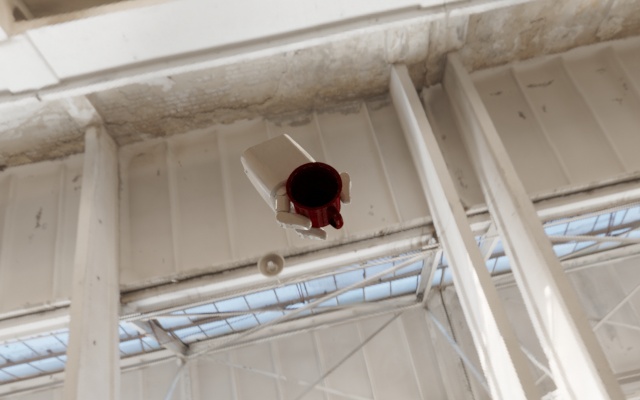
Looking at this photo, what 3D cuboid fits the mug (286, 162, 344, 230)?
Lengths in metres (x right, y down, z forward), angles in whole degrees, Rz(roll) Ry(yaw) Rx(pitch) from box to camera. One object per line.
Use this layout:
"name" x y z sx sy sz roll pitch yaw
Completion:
"mug" 0.001 0.004 0.808 0.093 0.117 0.081 -37 -26 -15
